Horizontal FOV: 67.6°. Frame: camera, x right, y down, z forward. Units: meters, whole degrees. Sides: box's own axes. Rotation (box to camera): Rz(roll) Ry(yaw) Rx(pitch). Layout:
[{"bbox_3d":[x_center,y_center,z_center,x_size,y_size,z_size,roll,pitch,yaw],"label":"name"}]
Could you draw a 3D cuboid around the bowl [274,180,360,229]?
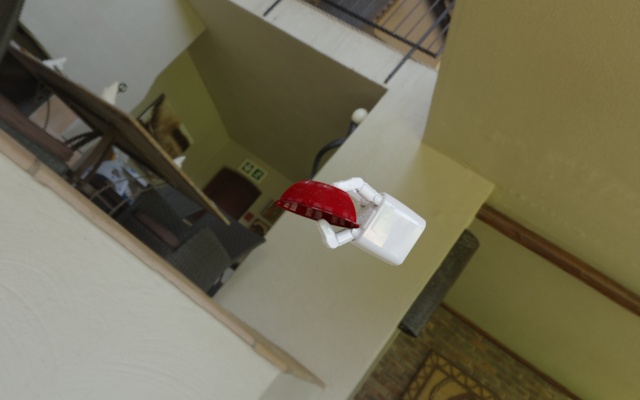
[{"bbox_3d":[-0.001,0.002,0.869,0.162,0.055,0.162,16,-9,2],"label":"bowl"}]
